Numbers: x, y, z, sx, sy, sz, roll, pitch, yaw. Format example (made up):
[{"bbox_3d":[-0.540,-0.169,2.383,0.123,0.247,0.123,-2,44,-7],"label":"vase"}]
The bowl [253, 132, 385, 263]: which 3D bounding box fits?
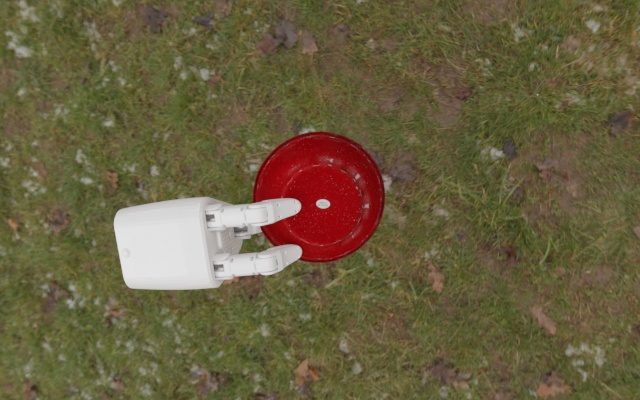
[{"bbox_3d":[0.001,0.001,0.554,0.162,0.162,0.055,0,9,-3],"label":"bowl"}]
